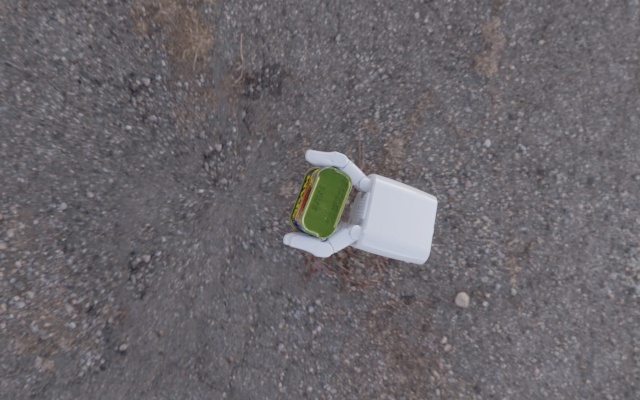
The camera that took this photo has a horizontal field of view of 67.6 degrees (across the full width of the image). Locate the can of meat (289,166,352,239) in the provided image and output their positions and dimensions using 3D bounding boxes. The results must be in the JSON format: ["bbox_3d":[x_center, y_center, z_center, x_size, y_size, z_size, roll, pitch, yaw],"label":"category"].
[{"bbox_3d":[0.000,0.002,0.682,0.057,0.102,0.084,21,-3,-11],"label":"can of meat"}]
